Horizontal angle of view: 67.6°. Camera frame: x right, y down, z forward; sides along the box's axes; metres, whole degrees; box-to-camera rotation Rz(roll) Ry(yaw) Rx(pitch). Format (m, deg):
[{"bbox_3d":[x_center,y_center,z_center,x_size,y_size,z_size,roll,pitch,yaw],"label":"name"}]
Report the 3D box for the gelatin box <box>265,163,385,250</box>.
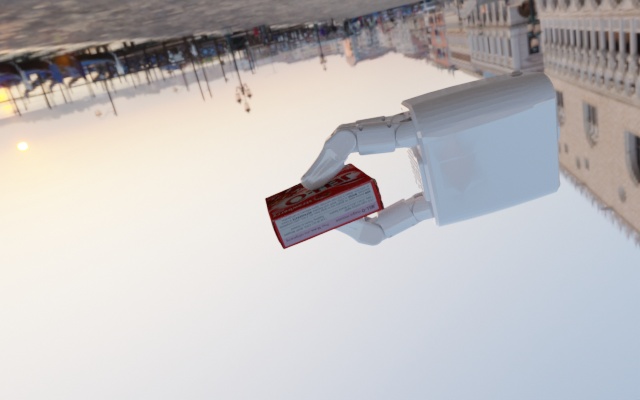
[{"bbox_3d":[0.000,0.002,0.403,0.089,0.030,0.073,-23,17,-4],"label":"gelatin box"}]
